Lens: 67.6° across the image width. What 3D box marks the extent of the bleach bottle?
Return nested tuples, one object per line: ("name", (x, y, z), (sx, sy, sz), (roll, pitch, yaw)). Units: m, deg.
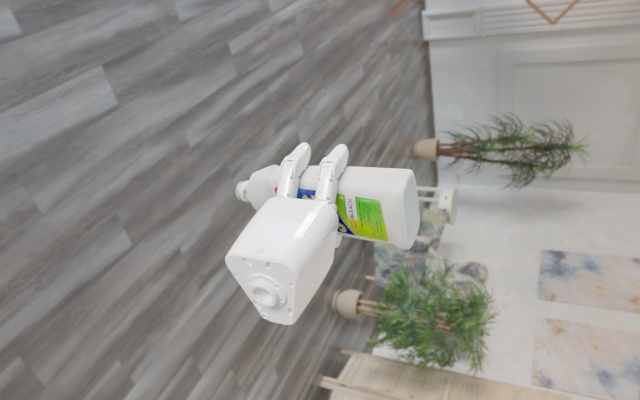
("bleach bottle", (0.000, 0.002, 0.641), (0.251, 0.103, 0.068), (4, 38, 26))
